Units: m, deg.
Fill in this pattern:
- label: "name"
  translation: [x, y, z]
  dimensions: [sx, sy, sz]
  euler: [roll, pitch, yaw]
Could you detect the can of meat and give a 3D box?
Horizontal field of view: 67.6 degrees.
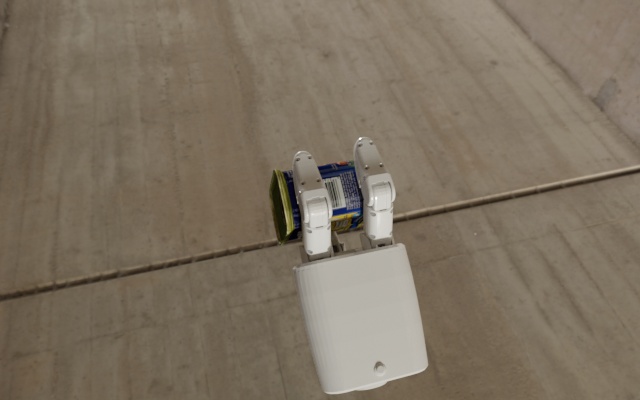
- label: "can of meat"
  translation: [0.000, 0.001, 0.446]
  dimensions: [0.084, 0.057, 0.102]
  euler: [-10, -12, -11]
